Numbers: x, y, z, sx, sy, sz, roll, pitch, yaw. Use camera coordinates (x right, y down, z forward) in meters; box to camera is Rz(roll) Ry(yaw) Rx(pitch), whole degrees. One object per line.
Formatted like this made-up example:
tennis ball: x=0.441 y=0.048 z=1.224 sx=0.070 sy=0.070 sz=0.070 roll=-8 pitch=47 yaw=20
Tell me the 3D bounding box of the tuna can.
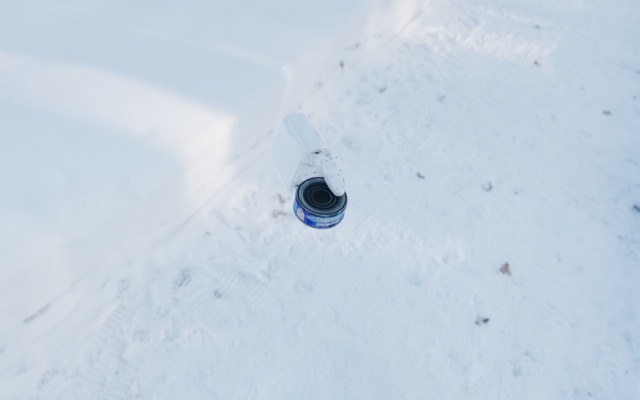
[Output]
tuna can: x=0.000 y=0.002 z=0.764 sx=0.086 sy=0.086 sz=0.034 roll=0 pitch=-40 yaw=-12
